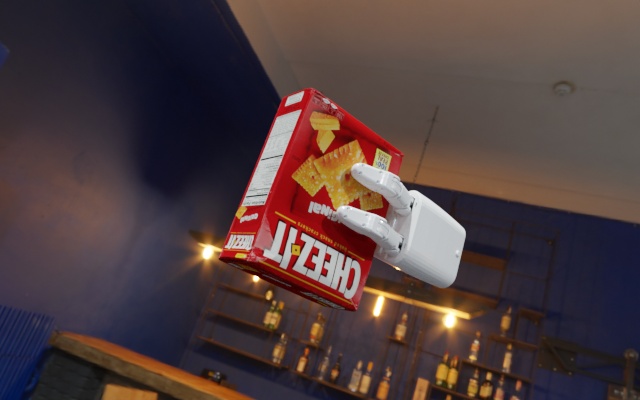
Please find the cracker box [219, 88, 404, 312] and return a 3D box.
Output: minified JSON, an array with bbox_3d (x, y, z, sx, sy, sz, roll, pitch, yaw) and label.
[{"bbox_3d":[0.000,0.002,0.566,0.164,0.213,0.072,31,-21,-32],"label":"cracker box"}]
